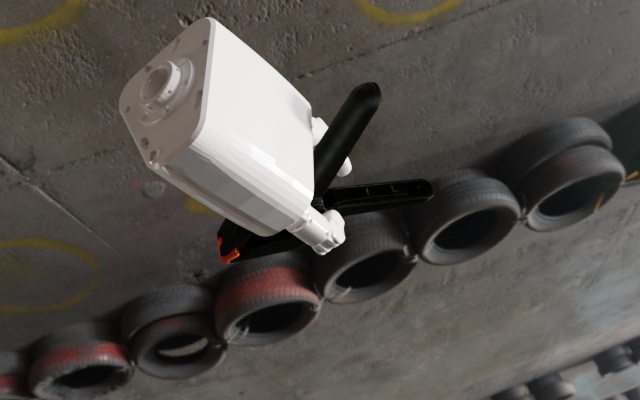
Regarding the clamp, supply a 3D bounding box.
[{"bbox_3d":[0.000,0.002,0.438,0.210,0.036,0.165,-34,-41,17],"label":"clamp"}]
